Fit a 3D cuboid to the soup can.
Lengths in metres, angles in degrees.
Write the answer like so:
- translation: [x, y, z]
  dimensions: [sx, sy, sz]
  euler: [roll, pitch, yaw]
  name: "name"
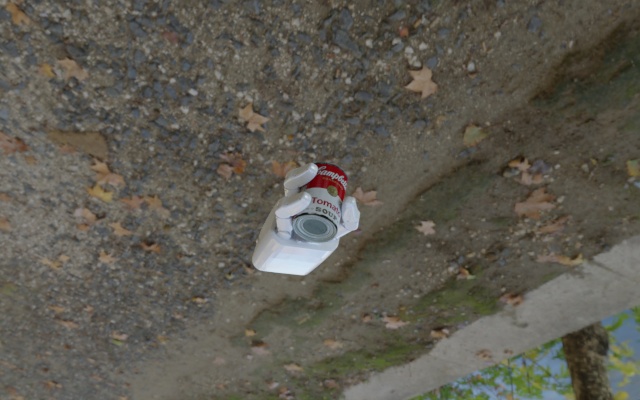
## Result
- translation: [0.000, 0.002, 0.704]
  dimensions: [0.068, 0.102, 0.069]
  euler: [8, -39, 7]
  name: "soup can"
